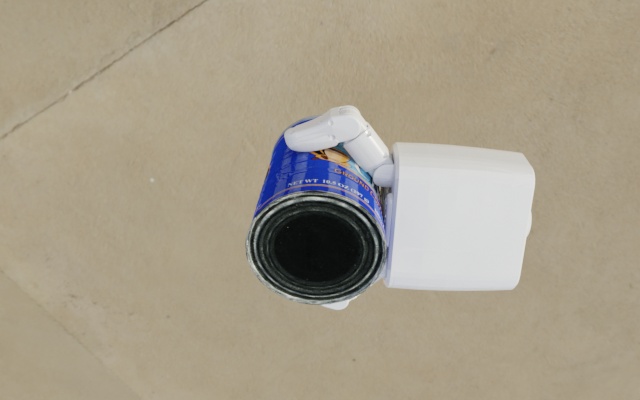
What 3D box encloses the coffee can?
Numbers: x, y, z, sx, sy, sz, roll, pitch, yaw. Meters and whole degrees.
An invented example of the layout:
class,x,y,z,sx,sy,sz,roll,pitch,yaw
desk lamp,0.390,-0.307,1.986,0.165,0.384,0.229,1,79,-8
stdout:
class,x,y,z,sx,sy,sz,roll,pitch,yaw
coffee can,0.000,0.001,0.402,0.103,0.103,0.140,0,32,4
